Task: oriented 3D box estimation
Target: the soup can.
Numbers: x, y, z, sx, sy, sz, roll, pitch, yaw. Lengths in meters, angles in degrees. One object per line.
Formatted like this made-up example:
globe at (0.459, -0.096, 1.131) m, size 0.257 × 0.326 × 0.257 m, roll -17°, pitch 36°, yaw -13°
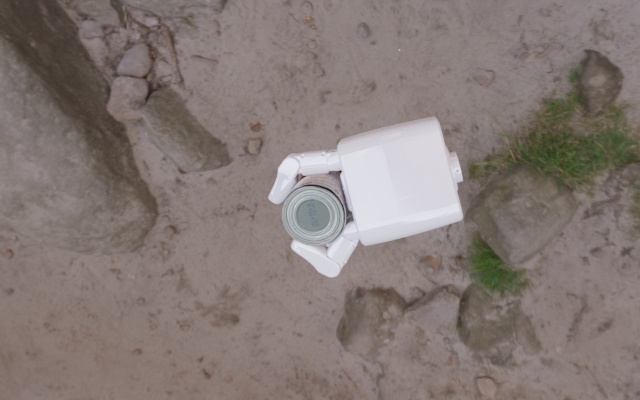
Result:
soup can at (0.000, 0.002, 0.528) m, size 0.068 × 0.068 × 0.102 m, roll 0°, pitch 17°, yaw 9°
